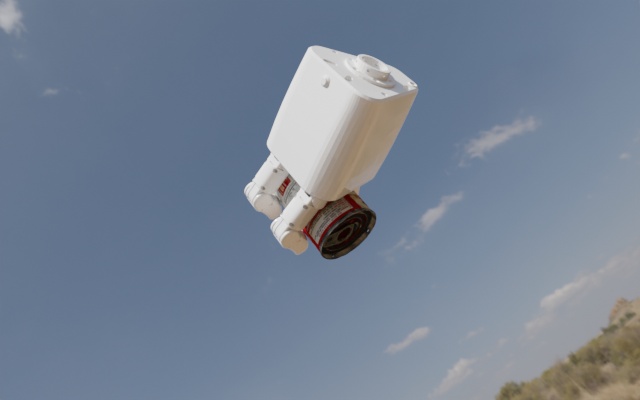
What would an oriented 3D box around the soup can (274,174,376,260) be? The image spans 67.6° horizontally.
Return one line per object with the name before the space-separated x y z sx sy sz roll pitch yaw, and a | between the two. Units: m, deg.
soup can | 0.000 0.002 0.497 0.068 0.068 0.102 0 41 -48
